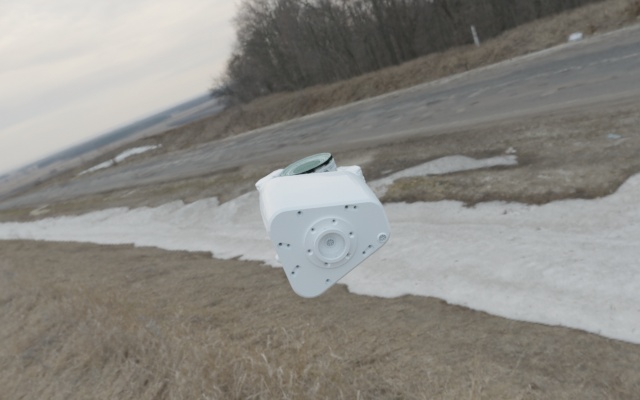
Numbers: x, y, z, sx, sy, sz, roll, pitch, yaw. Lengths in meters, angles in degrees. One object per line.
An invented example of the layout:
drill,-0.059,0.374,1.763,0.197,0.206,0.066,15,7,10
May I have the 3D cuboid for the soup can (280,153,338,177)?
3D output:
soup can,0.000,0.001,0.579,0.068,0.102,0.068,-20,18,7
